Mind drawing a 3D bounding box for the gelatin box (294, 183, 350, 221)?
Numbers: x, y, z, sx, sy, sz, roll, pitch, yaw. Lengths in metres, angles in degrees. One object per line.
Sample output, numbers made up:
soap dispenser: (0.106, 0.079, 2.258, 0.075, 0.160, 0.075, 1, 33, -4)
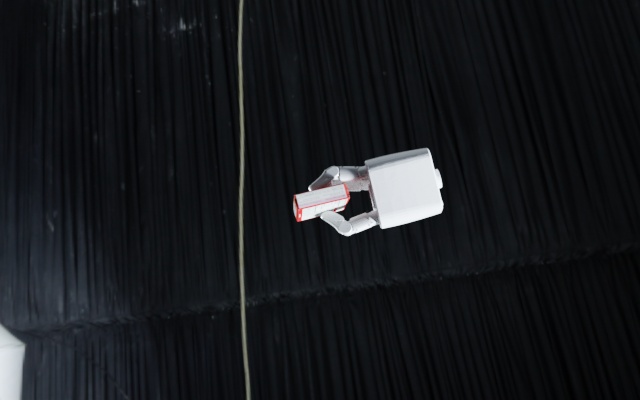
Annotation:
gelatin box: (0.000, 0.003, 0.799, 0.089, 0.030, 0.073, -14, -15, -8)
